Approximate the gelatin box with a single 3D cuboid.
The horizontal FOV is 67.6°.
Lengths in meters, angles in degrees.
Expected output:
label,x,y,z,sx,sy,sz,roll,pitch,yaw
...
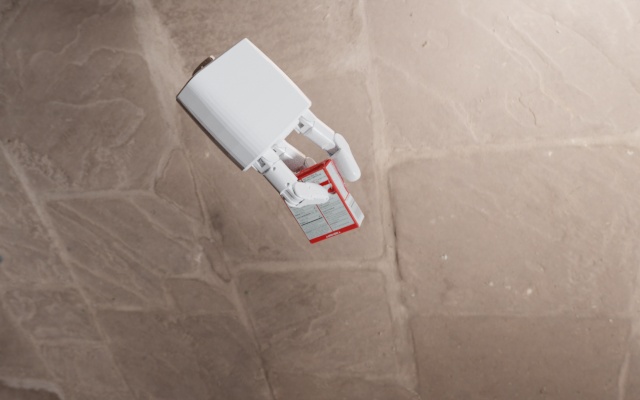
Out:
label,x,y,z,sx,sy,sz,roll,pitch,yaw
gelatin box,0.000,0.002,0.582,0.073,0.089,0.030,-23,17,29
